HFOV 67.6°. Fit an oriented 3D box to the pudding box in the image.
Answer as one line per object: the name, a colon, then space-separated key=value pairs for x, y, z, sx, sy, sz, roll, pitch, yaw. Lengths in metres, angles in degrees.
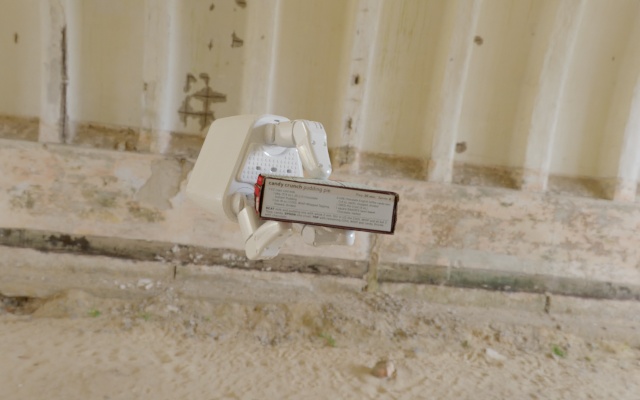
pudding box: x=0.000 y=0.001 z=0.414 sx=0.113 sy=0.039 sz=0.090 roll=5 pitch=5 yaw=-10
